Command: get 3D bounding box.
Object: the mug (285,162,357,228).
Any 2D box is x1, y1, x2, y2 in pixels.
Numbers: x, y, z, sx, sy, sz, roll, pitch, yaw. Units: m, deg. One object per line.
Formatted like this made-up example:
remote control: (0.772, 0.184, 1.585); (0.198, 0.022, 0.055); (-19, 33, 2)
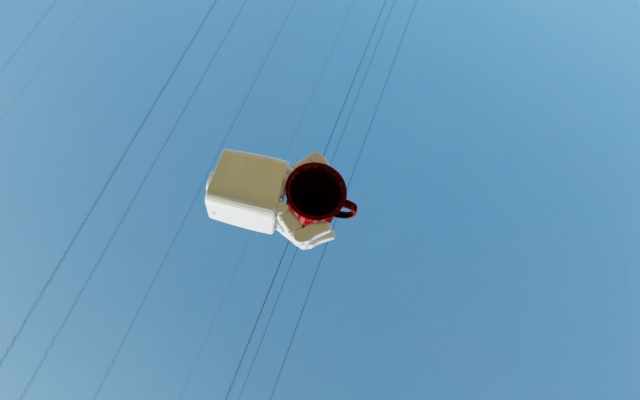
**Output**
mug: (0.002, 0.003, 0.746); (0.117, 0.093, 0.081); (15, -23, -2)
